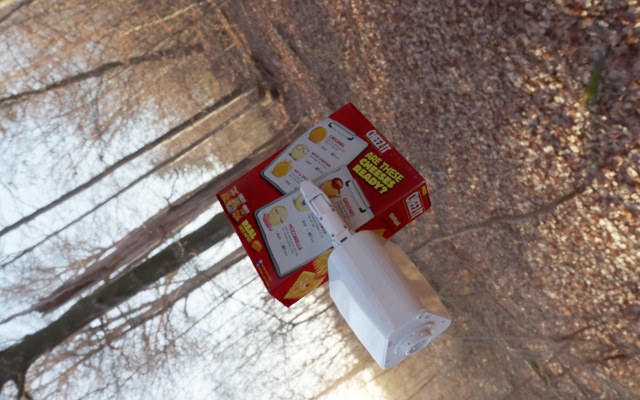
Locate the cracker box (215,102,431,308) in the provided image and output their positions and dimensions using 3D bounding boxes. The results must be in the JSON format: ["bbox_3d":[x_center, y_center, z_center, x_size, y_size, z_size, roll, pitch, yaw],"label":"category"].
[{"bbox_3d":[0.000,0.002,0.590,0.213,0.164,0.072,-35,-34,-2],"label":"cracker box"}]
